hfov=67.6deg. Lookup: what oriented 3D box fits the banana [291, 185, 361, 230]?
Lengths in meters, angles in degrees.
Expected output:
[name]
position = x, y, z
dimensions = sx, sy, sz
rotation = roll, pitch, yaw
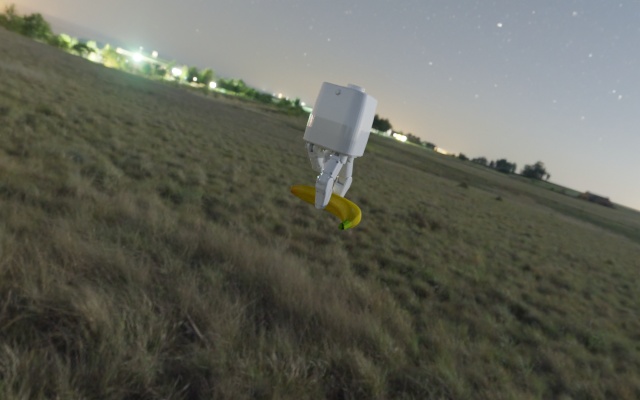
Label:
[banana]
position = 0.017, 0.007, 0.849
dimensions = 0.069, 0.037, 0.197
rotation = 11, 12, -33
